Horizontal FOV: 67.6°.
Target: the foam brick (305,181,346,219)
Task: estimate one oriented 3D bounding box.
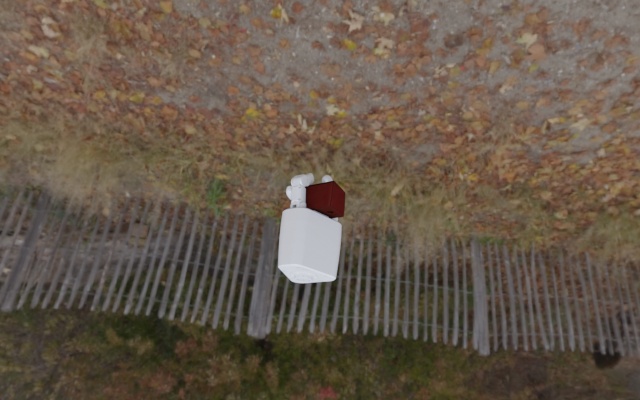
[{"bbox_3d":[0.000,0.003,0.872,0.078,0.051,0.053,-10,-29,29],"label":"foam brick"}]
